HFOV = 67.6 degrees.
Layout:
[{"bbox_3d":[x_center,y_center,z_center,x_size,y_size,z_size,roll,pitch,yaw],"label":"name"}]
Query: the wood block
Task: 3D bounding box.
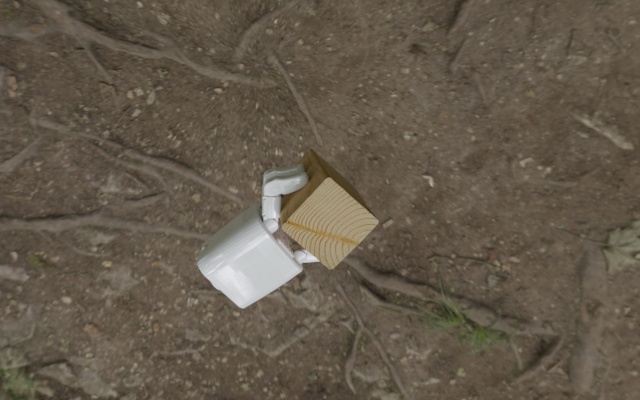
[{"bbox_3d":[0.000,0.003,0.685,0.091,0.090,0.206,42,7,-16],"label":"wood block"}]
